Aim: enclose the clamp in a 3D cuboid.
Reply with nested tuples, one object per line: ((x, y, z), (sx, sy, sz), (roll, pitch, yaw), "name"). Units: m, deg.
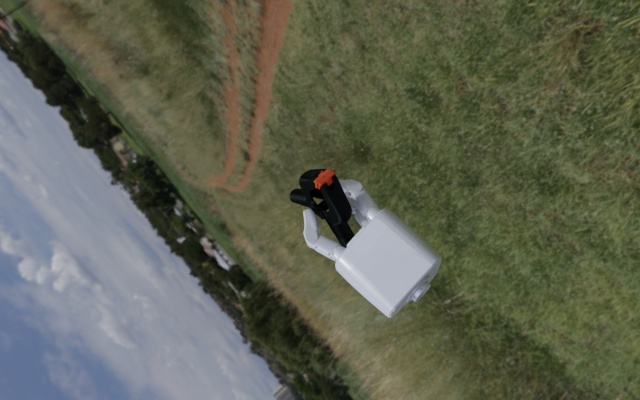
((0.000, 0.003, 0.724), (0.164, 0.036, 0.210), (41, -16, 23), "clamp")
